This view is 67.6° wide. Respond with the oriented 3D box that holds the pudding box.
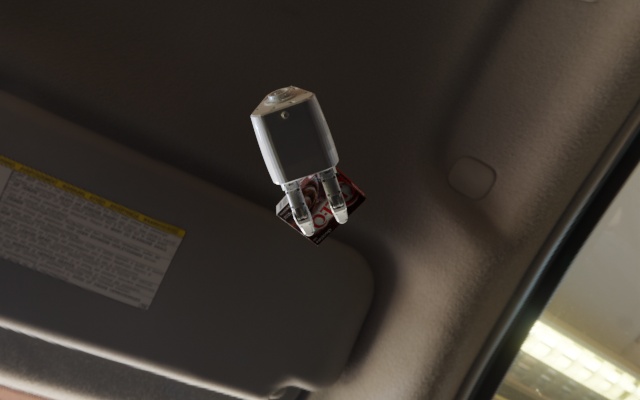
[{"bbox_3d":[0.000,0.002,0.740,0.090,0.113,0.039,39,16,-24],"label":"pudding box"}]
